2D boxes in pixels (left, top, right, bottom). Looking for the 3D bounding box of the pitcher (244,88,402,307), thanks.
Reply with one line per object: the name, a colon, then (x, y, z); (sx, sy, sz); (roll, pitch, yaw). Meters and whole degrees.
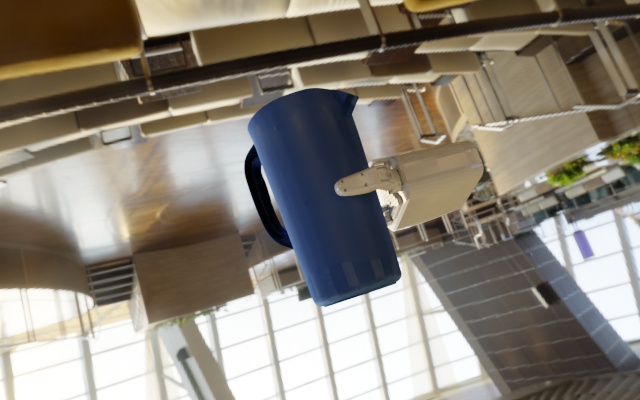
pitcher: (0.000, 0.002, 0.582); (0.145, 0.242, 0.149); (-15, -13, -14)
